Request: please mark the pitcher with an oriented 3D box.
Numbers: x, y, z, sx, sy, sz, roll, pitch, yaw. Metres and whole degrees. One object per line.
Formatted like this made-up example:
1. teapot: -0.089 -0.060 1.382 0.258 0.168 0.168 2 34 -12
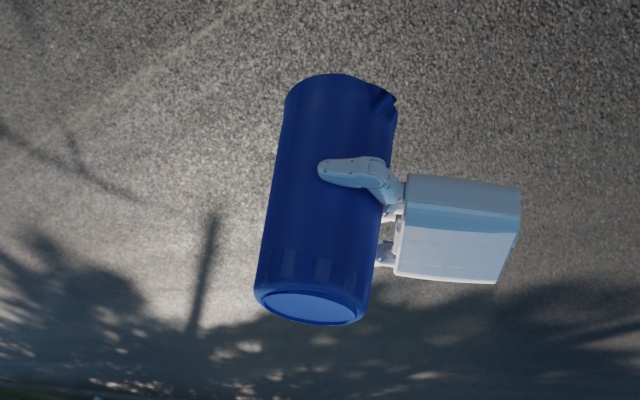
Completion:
1. pitcher: 0.000 0.002 0.507 0.145 0.242 0.149 6 -30 7
